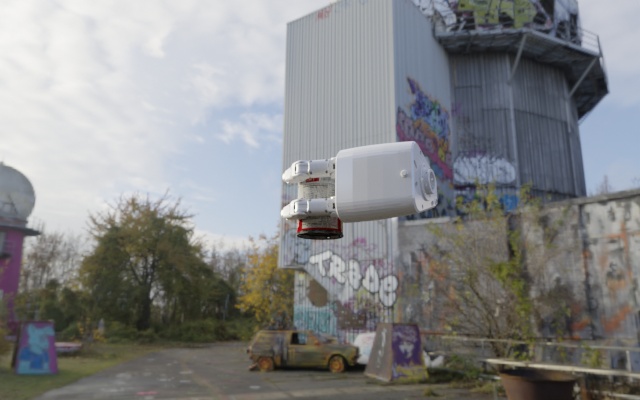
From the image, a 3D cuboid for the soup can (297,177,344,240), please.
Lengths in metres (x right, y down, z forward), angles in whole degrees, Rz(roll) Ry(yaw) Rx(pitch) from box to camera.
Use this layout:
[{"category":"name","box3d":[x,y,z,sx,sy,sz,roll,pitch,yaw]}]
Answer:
[{"category":"soup can","box3d":[0.000,0.002,0.696,0.068,0.102,0.068,1,-13,0]}]
